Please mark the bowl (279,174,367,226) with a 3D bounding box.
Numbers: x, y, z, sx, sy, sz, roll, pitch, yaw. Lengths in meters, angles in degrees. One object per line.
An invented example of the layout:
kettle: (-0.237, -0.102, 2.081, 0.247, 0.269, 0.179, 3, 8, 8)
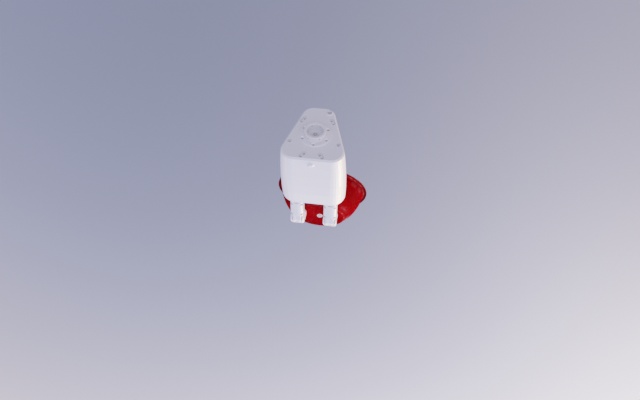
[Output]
bowl: (0.000, 0.004, 0.863, 0.162, 0.055, 0.162, 7, -25, 3)
